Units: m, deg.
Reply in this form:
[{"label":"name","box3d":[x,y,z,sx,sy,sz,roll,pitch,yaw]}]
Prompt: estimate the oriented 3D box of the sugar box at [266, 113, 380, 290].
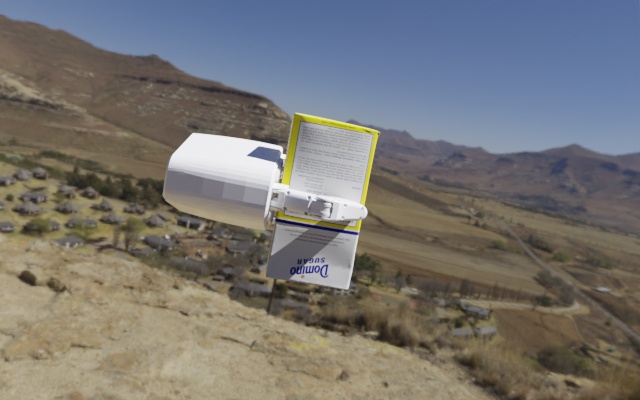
[{"label":"sugar box","box3d":[0.000,0.001,0.519,0.093,0.176,0.048,11,8,-6]}]
